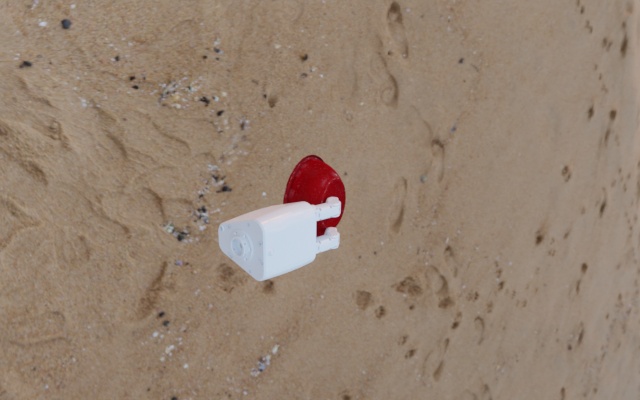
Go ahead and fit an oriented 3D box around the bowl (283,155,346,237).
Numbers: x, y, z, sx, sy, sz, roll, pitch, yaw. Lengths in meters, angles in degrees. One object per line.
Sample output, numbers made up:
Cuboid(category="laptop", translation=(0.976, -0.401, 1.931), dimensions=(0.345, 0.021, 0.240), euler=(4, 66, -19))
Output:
Cuboid(category="bowl", translation=(0.001, 0.002, 0.839), dimensions=(0.055, 0.162, 0.162), euler=(10, 4, 28))
